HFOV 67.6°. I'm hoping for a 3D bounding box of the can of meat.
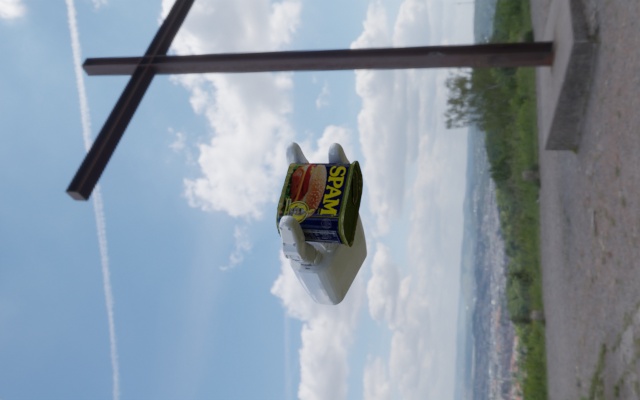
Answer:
[{"bbox_3d":[0.000,0.002,0.570,0.084,0.102,0.057,2,-33,18],"label":"can of meat"}]
